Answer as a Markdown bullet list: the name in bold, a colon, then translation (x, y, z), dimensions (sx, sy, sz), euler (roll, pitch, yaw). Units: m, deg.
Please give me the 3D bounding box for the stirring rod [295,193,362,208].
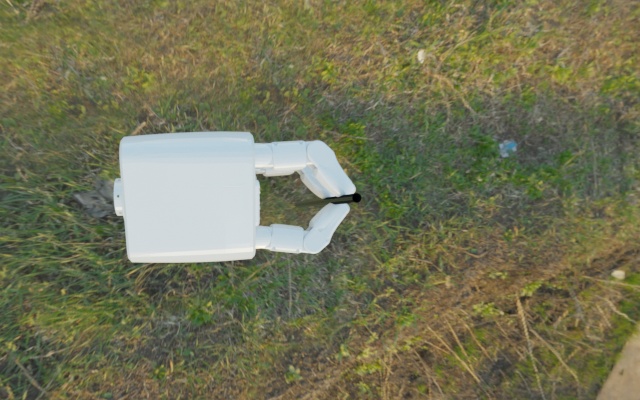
- **stirring rod**: translation (0.000, 0.002, 0.503), dimensions (0.011, 0.011, 0.239), euler (0, -2, -14)
